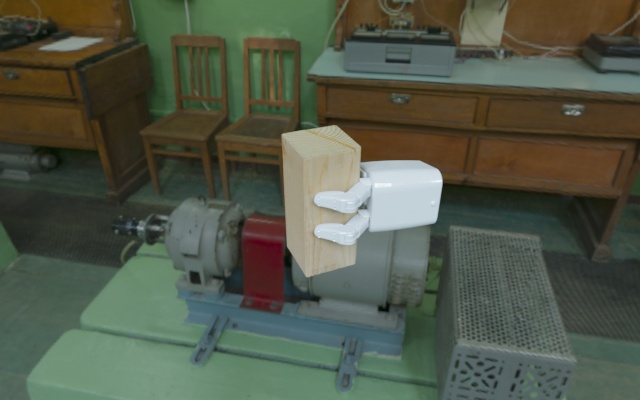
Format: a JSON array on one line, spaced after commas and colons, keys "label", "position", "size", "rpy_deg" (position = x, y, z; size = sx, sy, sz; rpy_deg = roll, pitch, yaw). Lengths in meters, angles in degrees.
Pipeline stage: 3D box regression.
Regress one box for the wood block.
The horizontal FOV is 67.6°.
[{"label": "wood block", "position": [0.000, 0.002, 0.732], "size": [0.090, 0.206, 0.090], "rpy_deg": [-13, 34, -19]}]
